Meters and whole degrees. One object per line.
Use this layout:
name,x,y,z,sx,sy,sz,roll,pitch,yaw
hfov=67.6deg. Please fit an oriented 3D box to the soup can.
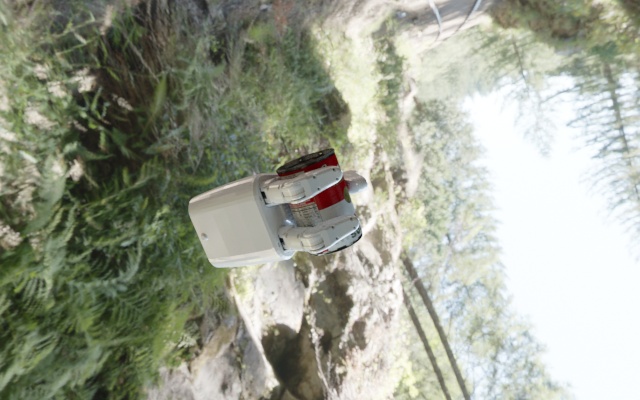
soup can,0.001,0.002,0.528,0.068,0.102,0.068,-19,12,4
